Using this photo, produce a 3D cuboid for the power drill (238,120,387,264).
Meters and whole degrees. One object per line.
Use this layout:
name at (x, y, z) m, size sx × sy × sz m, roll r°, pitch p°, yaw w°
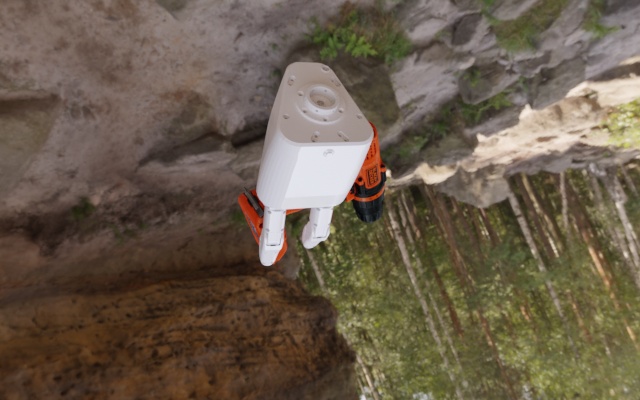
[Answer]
power drill at (0.000, 0.002, 0.612) m, size 0.187 × 0.185 × 0.057 m, roll -31°, pitch 52°, yaw -13°
